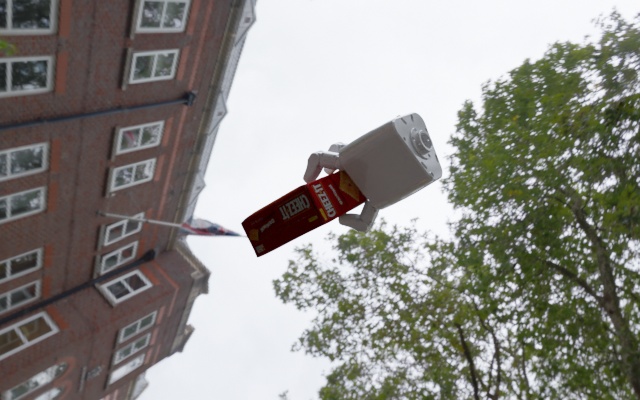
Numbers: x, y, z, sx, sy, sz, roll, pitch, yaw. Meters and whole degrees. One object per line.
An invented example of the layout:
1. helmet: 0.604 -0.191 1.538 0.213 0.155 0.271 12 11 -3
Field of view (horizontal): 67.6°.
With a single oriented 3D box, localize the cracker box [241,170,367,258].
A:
1. cracker box: 0.000 0.003 0.780 0.164 0.072 0.213 -29 -2 40
